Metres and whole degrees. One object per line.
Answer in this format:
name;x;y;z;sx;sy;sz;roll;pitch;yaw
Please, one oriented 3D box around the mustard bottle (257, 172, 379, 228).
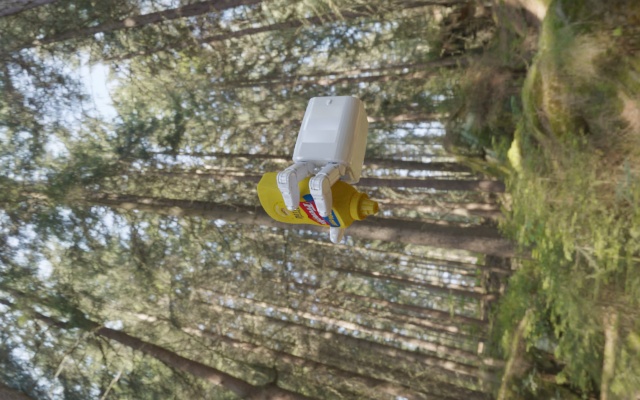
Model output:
mustard bottle;0.000;0.003;0.738;0.191;0.058;0.096;5;-39;32
